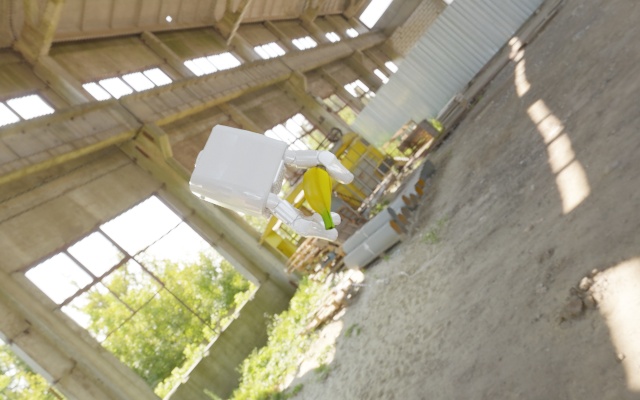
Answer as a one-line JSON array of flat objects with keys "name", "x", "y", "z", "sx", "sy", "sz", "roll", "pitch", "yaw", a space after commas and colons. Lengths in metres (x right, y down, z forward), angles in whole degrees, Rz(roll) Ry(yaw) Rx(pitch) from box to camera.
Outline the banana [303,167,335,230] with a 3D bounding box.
[{"name": "banana", "x": -0.003, "y": -0.015, "z": 0.679, "sx": 0.037, "sy": 0.070, "sz": 0.197, "roll": -9, "pitch": 13, "yaw": 3}]
